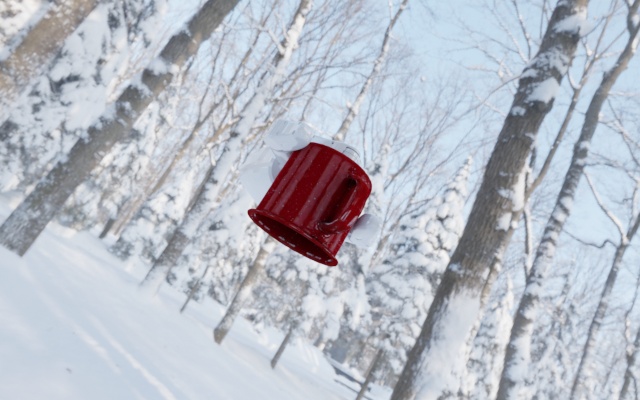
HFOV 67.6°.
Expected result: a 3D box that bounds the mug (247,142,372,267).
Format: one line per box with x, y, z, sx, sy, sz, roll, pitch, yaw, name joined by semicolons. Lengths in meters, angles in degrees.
0.001;0.001;0.421;0.093;0.081;0.117;38;-18;-23;mug
